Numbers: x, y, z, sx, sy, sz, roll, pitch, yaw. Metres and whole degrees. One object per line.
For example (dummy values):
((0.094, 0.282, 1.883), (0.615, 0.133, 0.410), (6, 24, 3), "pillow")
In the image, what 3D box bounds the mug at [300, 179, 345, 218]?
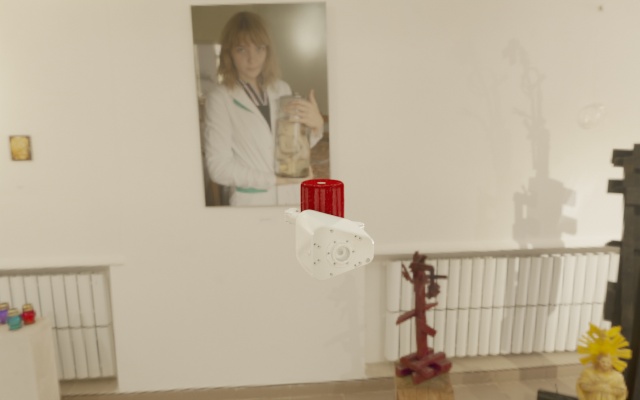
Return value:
((0.000, 0.002, 0.901), (0.093, 0.081, 0.117), (-4, 12, -16), "mug")
